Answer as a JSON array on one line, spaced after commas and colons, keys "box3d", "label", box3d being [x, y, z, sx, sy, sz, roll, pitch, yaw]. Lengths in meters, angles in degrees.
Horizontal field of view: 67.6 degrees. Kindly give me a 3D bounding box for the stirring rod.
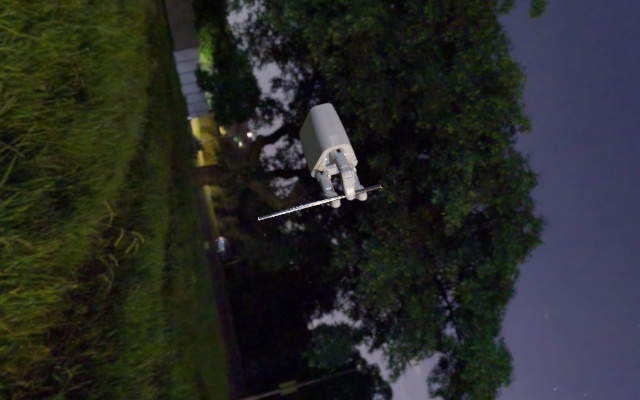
[{"box3d": [0.000, 0.003, 0.898, 0.239, 0.011, 0.011, -15, 2, -9], "label": "stirring rod"}]
